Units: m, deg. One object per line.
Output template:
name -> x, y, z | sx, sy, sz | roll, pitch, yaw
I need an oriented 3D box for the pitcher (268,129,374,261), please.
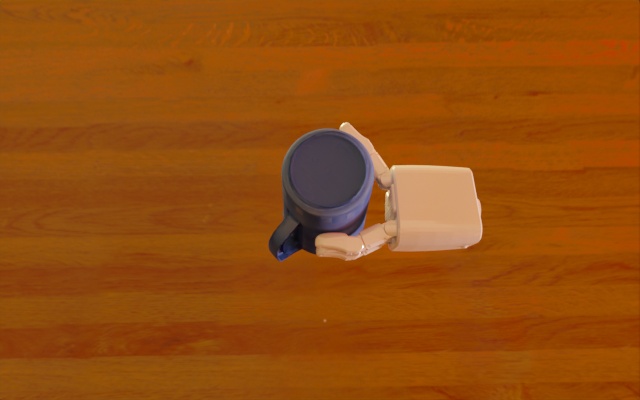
pitcher -> 0.000, 0.002, 0.656 | 0.145, 0.149, 0.243 | 2, -14, 0
